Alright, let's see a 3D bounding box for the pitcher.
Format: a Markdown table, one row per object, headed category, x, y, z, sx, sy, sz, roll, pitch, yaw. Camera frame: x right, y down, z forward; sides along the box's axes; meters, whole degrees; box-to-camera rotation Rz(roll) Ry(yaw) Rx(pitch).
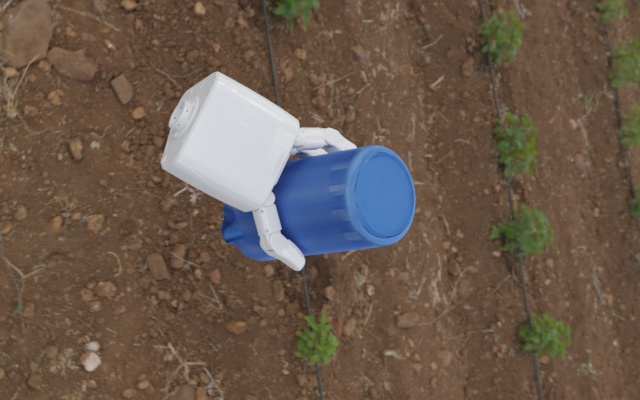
| category | x | y | z | sx | sy | sz | roll | pitch | yaw |
| --- | --- | --- | --- | --- | --- | --- | --- | --- | --- |
| pitcher | 0.000 | 0.002 | 0.595 | 0.145 | 0.149 | 0.243 | 30 | -24 | -33 |
